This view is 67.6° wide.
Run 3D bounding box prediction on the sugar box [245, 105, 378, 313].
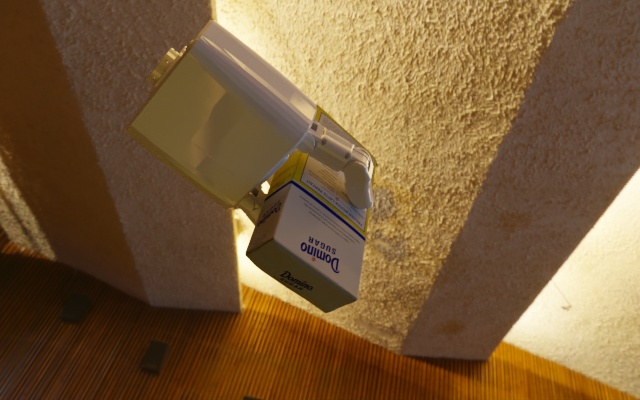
[{"bbox_3d":[0.000,0.001,0.432,0.093,0.176,0.048,39,-47,-22],"label":"sugar box"}]
